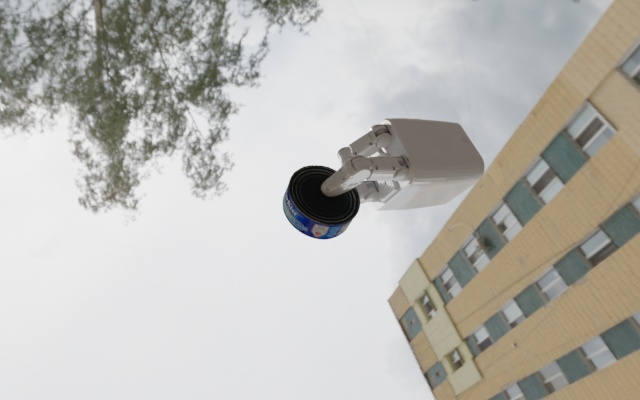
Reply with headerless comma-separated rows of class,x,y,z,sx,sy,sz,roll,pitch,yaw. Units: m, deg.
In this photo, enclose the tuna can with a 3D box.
tuna can,0.000,0.002,0.550,0.086,0.086,0.034,0,-37,-24
